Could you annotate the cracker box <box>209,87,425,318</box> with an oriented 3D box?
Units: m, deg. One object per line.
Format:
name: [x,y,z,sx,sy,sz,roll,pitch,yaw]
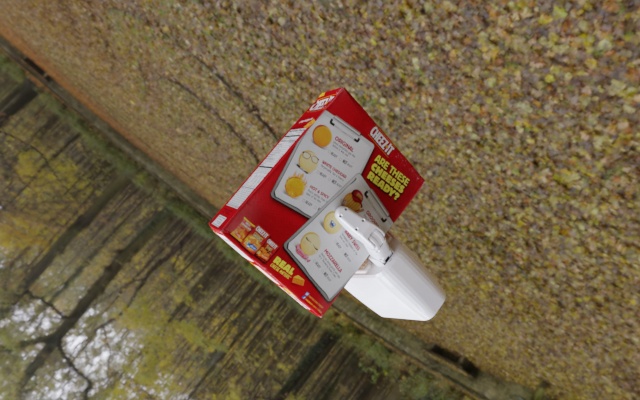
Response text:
cracker box: [0.000,0.002,0.569,0.164,0.213,0.072,45,-14,-24]
